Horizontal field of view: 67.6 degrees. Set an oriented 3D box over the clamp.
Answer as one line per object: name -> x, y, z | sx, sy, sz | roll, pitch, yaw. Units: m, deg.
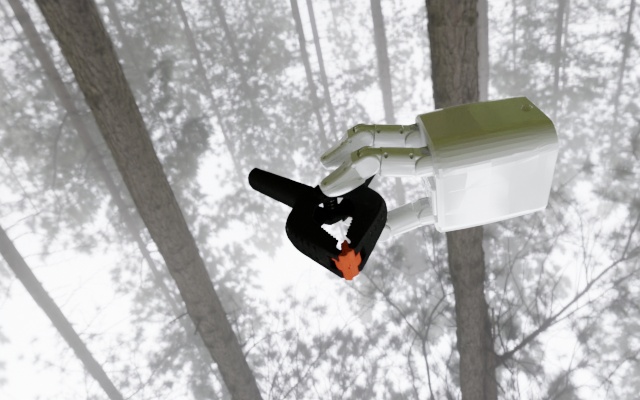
clamp -> 0.001, 0.002, 0.465 | 0.164, 0.036, 0.209 | -13, 32, 7
